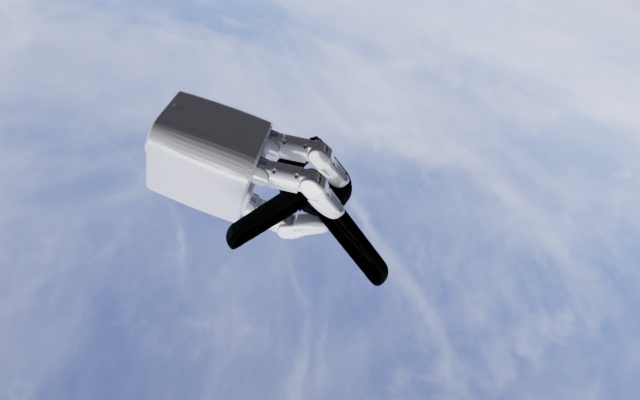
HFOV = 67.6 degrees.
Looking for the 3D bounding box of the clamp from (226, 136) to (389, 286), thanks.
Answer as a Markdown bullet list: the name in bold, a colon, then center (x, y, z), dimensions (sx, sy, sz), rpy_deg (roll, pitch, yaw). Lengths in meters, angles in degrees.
- **clamp**: center (0.000, 0.002, 0.531), dimensions (0.164, 0.036, 0.209), rpy_deg (21, 38, -8)
